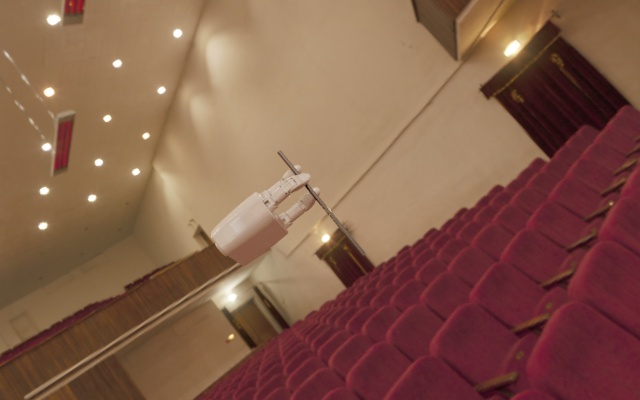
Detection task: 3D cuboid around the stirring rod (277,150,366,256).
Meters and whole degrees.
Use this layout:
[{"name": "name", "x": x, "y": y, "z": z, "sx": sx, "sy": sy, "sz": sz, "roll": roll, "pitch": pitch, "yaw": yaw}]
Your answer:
[{"name": "stirring rod", "x": 0.000, "y": 0.003, "z": 0.847, "sx": 0.011, "sy": 0.239, "sz": 0.011, "roll": -38, "pitch": -9, "yaw": -8}]
